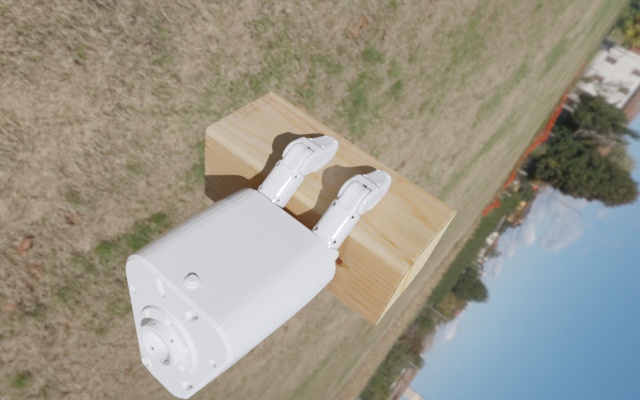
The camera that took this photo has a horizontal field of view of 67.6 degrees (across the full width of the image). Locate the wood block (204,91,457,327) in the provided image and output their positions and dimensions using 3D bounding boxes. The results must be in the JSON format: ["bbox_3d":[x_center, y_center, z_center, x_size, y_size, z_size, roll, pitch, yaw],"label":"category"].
[{"bbox_3d":[0.000,0.002,0.433,0.206,0.091,0.090,36,50,17],"label":"wood block"}]
